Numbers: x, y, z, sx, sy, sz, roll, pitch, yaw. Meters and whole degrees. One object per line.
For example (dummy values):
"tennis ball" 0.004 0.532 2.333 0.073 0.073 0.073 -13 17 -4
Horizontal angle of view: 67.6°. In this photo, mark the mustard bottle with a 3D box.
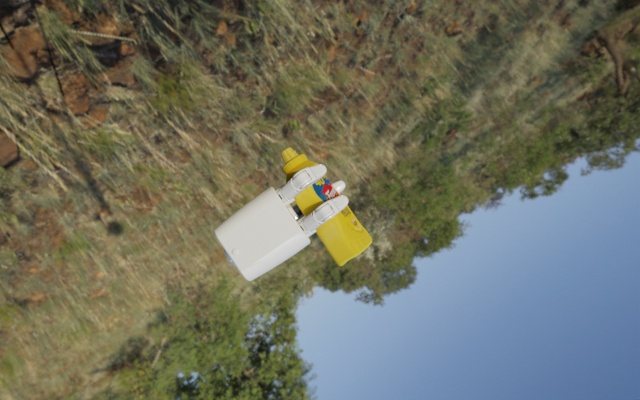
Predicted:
"mustard bottle" 0.001 0.002 0.724 0.058 0.191 0.096 -36 -4 23
